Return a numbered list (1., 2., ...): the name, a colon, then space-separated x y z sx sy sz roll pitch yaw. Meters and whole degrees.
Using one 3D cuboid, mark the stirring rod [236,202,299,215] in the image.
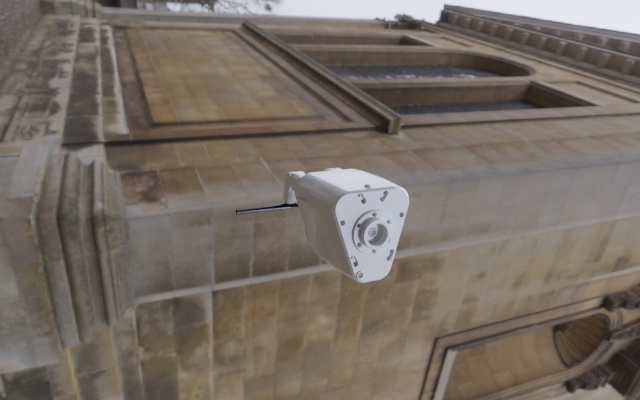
1. stirring rod: 0.000 0.002 0.675 0.239 0.011 0.011 -7 2 -22
